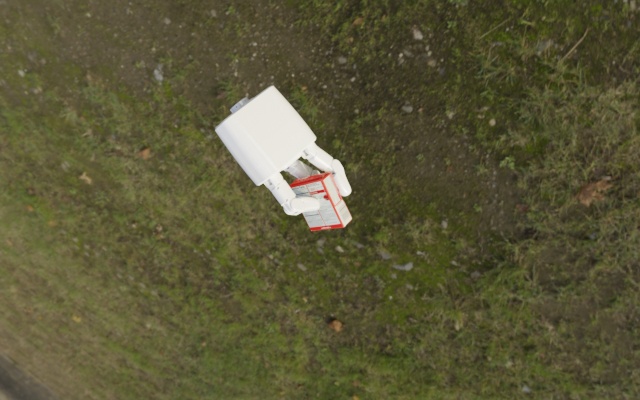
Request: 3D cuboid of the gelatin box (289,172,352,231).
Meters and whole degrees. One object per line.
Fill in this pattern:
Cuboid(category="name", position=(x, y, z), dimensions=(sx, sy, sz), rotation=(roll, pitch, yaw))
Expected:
Cuboid(category="gelatin box", position=(0.000, 0.003, 0.765), dimensions=(0.073, 0.089, 0.030), rotation=(-10, 22, 42))
